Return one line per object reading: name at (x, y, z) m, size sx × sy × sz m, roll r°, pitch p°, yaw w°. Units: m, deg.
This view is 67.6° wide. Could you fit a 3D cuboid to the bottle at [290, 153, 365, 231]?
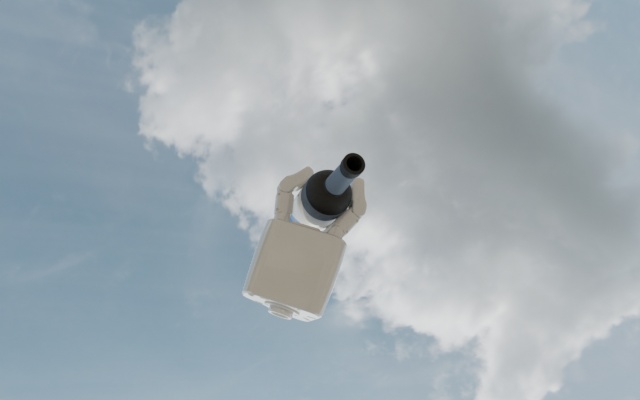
bottle at (0.000, 0.002, 0.682) m, size 0.069 × 0.069 × 0.296 m, roll 0°, pitch -18°, yaw -16°
